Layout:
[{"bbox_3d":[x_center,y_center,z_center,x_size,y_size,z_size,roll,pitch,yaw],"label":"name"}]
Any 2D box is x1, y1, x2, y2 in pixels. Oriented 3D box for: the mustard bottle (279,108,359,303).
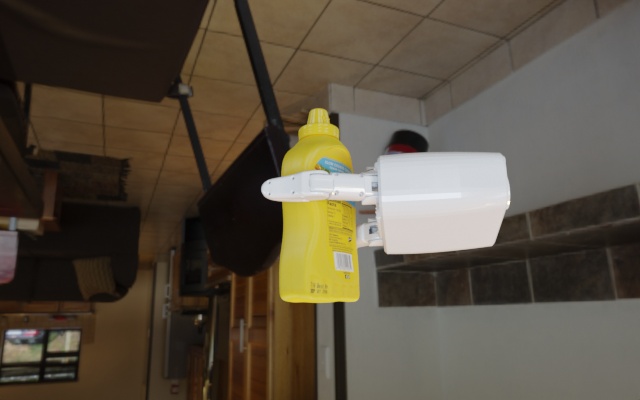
[{"bbox_3d":[0.000,0.002,0.467,0.058,0.191,0.096,-10,-16,33],"label":"mustard bottle"}]
